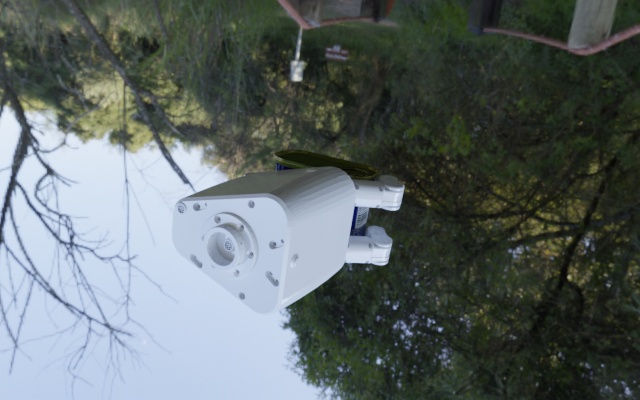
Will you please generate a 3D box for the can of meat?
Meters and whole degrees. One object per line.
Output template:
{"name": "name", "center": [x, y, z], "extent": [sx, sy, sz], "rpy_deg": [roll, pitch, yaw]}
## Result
{"name": "can of meat", "center": [0.000, 0.002, 0.477], "extent": [0.102, 0.084, 0.057], "rpy_deg": [15, 18, 21]}
